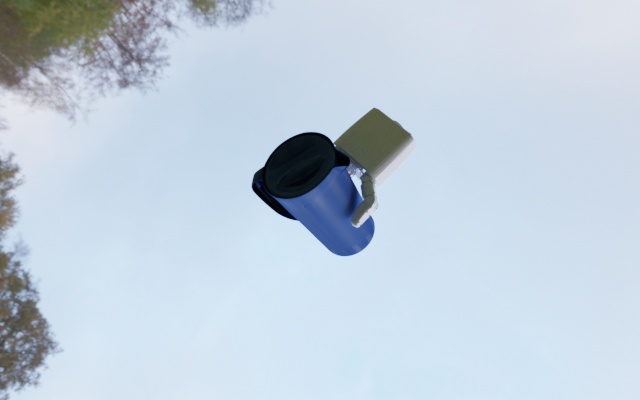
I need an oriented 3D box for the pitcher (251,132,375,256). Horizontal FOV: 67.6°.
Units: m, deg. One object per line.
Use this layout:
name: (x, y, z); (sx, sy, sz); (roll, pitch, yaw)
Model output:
pitcher: (0.000, 0.003, 0.856); (0.149, 0.145, 0.243); (39, -9, 41)
